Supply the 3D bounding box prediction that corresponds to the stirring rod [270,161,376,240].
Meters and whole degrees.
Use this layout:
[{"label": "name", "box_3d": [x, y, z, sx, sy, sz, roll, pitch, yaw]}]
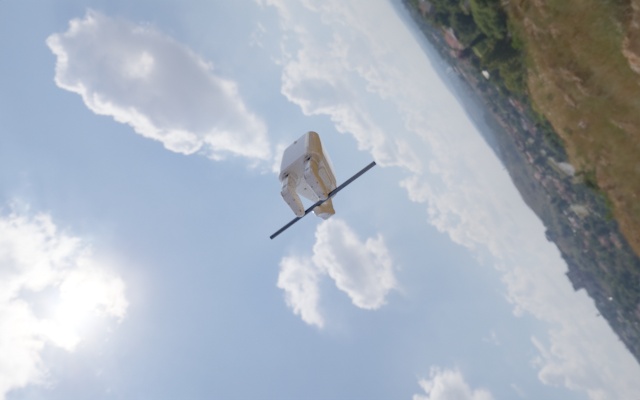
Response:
[{"label": "stirring rod", "box_3d": [0.000, 0.003, 0.846, 0.239, 0.011, 0.011, -36, -13, 19]}]
